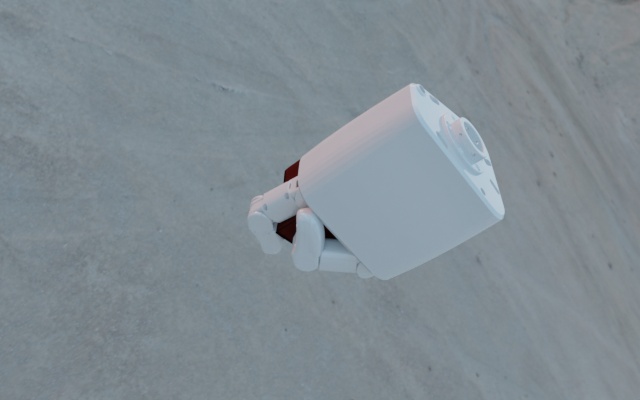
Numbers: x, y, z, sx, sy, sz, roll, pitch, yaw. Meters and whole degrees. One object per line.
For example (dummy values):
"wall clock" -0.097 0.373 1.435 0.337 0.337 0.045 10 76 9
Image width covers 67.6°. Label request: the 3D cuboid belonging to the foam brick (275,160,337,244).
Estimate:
"foam brick" 0.000 0.001 0.417 0.051 0.078 0.053 -33 -54 32
